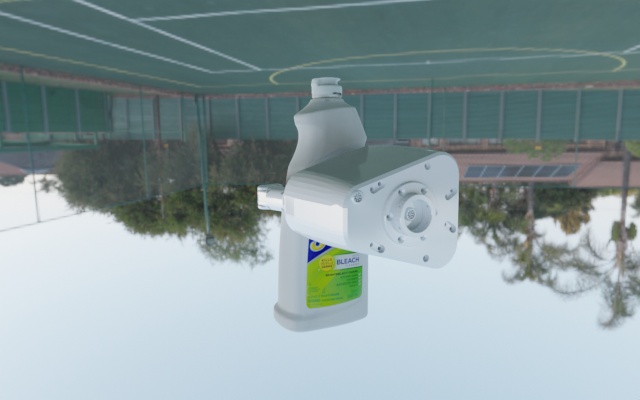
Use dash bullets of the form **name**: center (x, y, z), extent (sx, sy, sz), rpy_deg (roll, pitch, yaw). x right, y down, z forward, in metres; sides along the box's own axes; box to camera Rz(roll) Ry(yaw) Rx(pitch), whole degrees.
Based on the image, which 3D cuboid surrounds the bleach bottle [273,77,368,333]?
- **bleach bottle**: center (0.000, 0.002, 0.496), extent (0.102, 0.251, 0.068), rpy_deg (-4, 8, -26)
